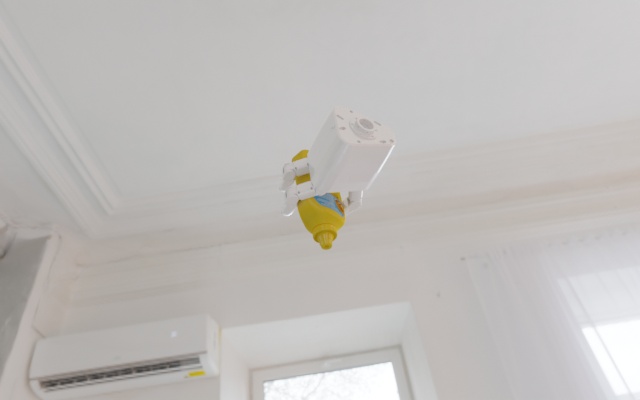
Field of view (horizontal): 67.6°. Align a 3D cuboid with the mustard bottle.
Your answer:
[{"bbox_3d":[0.000,0.003,0.832,0.058,0.191,0.096,-36,-47,28],"label":"mustard bottle"}]
